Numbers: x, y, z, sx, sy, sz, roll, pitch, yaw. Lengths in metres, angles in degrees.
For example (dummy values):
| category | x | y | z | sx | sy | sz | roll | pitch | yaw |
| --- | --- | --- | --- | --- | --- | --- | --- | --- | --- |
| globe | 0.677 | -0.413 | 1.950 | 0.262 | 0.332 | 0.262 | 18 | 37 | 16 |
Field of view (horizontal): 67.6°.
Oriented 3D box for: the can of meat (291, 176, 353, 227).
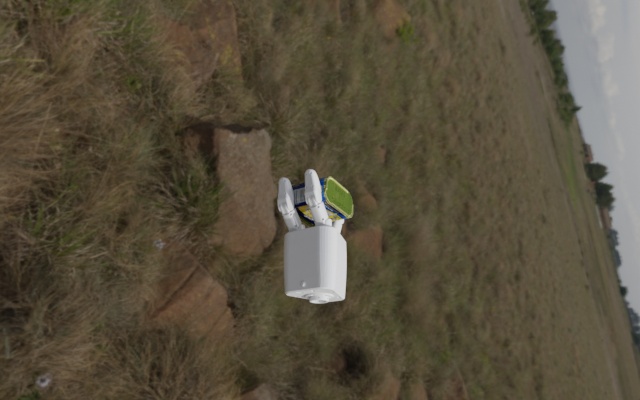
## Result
| category | x | y | z | sx | sy | sz | roll | pitch | yaw |
| --- | --- | --- | --- | --- | --- | --- | --- | --- | --- |
| can of meat | 0.000 | 0.003 | 0.855 | 0.084 | 0.057 | 0.102 | -13 | -30 | 30 |
